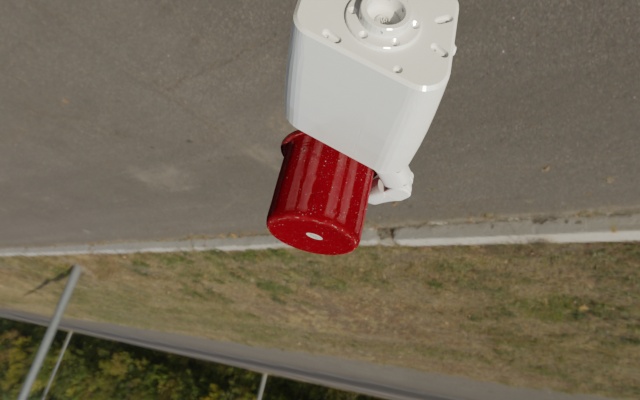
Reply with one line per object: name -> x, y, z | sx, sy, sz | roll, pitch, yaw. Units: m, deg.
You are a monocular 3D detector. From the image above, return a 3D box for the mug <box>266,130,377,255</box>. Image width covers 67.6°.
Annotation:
mug -> 0.000, 0.002, 0.430 | 0.093, 0.081, 0.117 | 13, -25, 2
